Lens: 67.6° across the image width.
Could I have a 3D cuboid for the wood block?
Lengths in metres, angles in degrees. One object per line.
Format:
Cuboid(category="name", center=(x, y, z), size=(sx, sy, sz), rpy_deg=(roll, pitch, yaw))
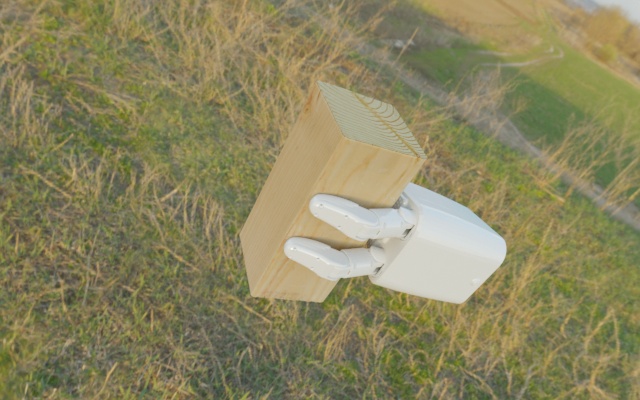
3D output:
Cuboid(category="wood block", center=(0.000, 0.001, 0.477), size=(0.090, 0.206, 0.090), rpy_deg=(11, 38, -28))
